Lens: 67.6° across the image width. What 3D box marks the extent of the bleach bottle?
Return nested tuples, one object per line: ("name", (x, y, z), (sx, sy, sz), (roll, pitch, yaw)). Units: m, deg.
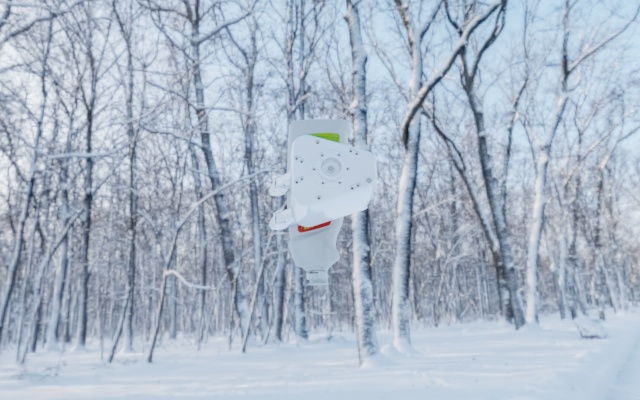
("bleach bottle", (0.000, 0.002, 0.735), (0.102, 0.250, 0.068), (-1, -15, -2))
